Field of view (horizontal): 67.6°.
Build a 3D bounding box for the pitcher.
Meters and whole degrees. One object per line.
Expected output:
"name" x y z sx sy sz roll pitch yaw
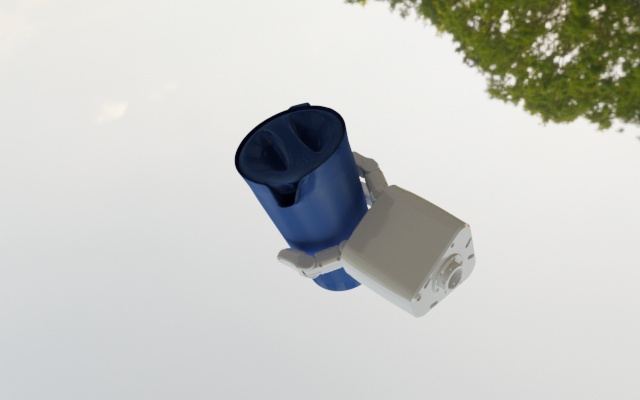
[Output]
"pitcher" 0.000 0.002 0.620 0.149 0.243 0.145 -43 46 -19
